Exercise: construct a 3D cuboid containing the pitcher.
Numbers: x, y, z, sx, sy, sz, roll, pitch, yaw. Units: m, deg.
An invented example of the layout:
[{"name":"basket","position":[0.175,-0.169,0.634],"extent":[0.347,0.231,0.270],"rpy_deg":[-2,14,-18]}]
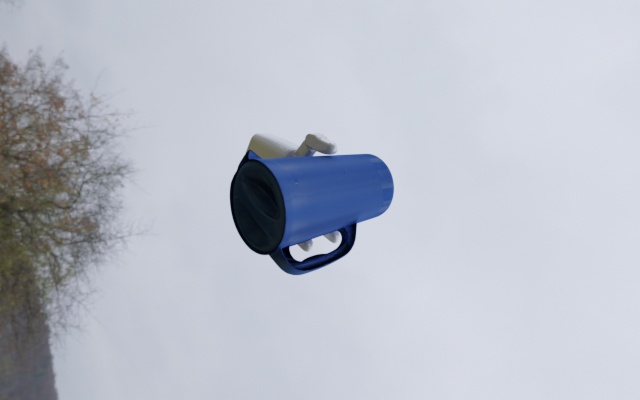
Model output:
[{"name":"pitcher","position":[0.000,0.002,0.719],"extent":[0.243,0.149,0.145],"rpy_deg":[-11,29,-40]}]
